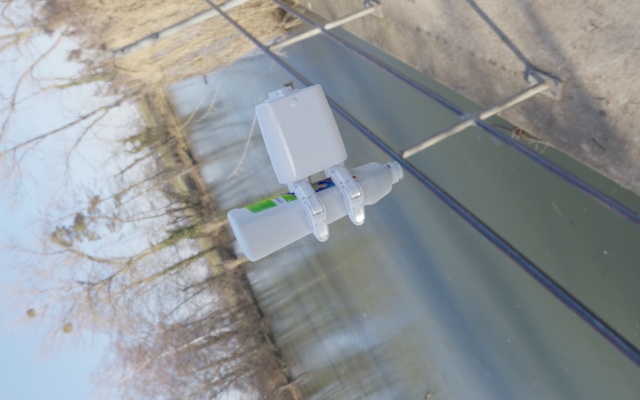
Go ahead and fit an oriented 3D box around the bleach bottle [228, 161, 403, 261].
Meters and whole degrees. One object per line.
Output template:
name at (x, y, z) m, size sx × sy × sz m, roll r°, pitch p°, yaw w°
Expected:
bleach bottle at (0.000, 0.002, 0.679) m, size 0.251 × 0.068 × 0.102 m, roll -23°, pitch 14°, yaw -15°
